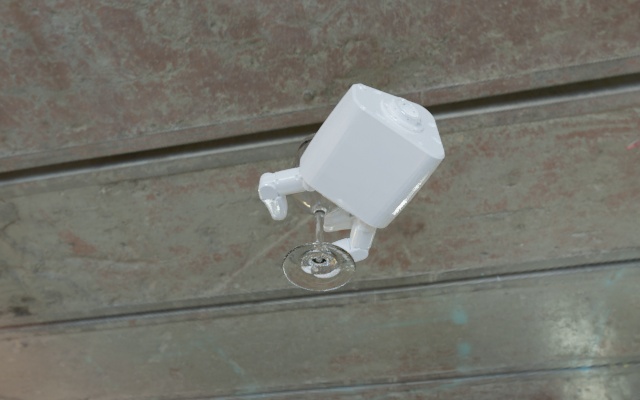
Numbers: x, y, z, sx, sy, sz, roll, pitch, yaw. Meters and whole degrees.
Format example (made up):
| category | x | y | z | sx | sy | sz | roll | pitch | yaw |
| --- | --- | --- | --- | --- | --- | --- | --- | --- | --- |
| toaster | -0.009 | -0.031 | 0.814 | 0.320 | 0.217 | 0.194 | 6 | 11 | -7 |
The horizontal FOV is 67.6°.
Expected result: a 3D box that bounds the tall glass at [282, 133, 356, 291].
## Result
| category | x | y | z | sx | sy | sz | roll | pitch | yaw |
| --- | --- | --- | --- | --- | --- | --- | --- | --- | --- |
| tall glass | 0.000 | 0.002 | 0.555 | 0.079 | 0.079 | 0.200 | 0 | 42 | 1 |
